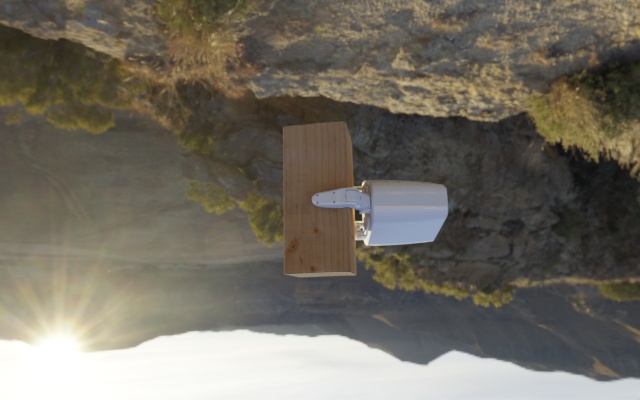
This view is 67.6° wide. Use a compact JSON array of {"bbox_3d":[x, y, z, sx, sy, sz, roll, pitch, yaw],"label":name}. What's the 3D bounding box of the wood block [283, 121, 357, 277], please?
[{"bbox_3d":[0.000,0.002,0.682,0.090,0.206,0.091,-3,-12,9],"label":"wood block"}]
